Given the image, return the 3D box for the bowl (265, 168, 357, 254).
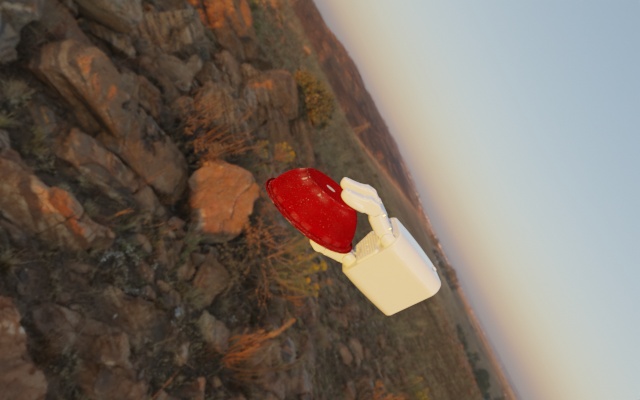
[{"bbox_3d":[-0.001,0.001,0.694,0.162,0.055,0.162,36,16,-12],"label":"bowl"}]
